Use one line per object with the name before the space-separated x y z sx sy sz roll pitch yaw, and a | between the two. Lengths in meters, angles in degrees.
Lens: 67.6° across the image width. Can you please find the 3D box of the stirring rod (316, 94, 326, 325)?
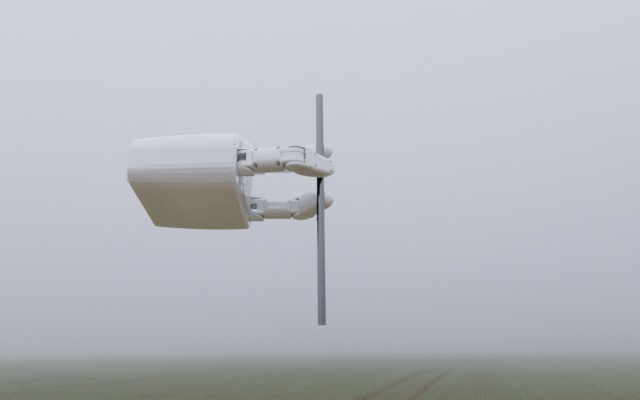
stirring rod | 0.000 0.002 0.481 0.011 0.239 0.011 -1 -17 0
